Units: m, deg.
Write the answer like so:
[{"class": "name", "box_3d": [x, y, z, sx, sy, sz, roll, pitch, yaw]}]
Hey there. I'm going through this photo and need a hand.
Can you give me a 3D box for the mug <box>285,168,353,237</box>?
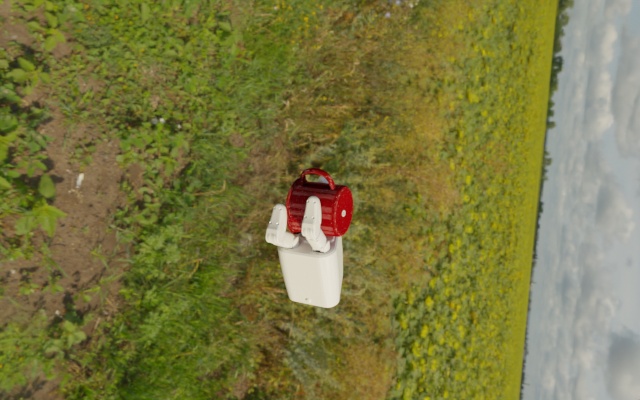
[{"class": "mug", "box_3d": [0.000, 0.001, 0.749, 0.081, 0.117, 0.093, 7, 30, 24]}]
